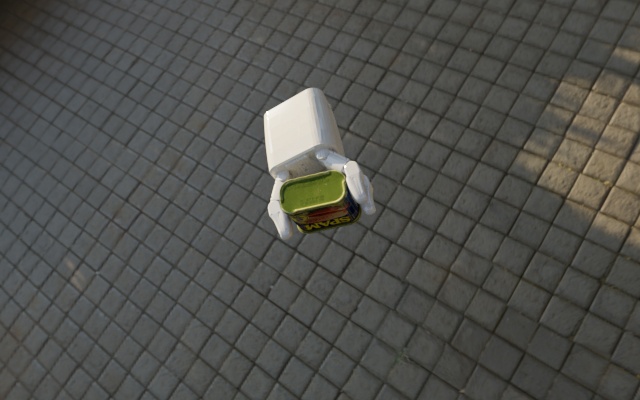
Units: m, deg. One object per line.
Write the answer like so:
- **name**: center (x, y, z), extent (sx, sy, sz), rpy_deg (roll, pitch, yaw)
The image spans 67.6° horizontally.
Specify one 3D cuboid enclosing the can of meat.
- **can of meat**: center (0.000, 0.002, 0.686), extent (0.102, 0.057, 0.084), rpy_deg (-13, -25, 13)
